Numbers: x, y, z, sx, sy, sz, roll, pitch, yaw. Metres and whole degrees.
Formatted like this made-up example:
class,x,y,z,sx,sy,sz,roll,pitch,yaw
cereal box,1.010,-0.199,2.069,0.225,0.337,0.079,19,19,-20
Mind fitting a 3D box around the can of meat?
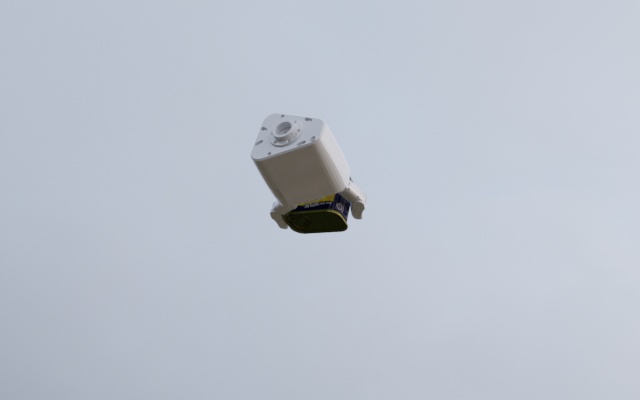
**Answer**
class,x,y,z,sx,sy,sz,roll,pitch,yaw
can of meat,0.000,0.002,0.772,0.102,0.084,0.057,-6,-38,27
